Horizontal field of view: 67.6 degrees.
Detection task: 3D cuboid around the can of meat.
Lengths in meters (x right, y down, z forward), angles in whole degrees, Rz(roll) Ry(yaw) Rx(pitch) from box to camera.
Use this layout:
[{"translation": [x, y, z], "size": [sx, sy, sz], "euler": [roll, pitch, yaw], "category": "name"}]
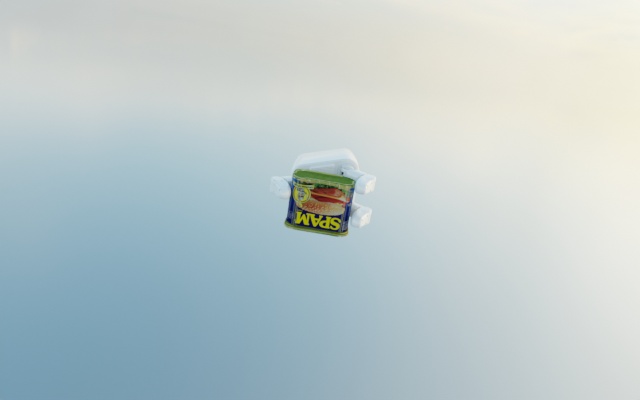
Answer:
[{"translation": [0.000, 0.002, 0.736], "size": [0.102, 0.084, 0.057], "euler": [10, 18, 1], "category": "can of meat"}]
